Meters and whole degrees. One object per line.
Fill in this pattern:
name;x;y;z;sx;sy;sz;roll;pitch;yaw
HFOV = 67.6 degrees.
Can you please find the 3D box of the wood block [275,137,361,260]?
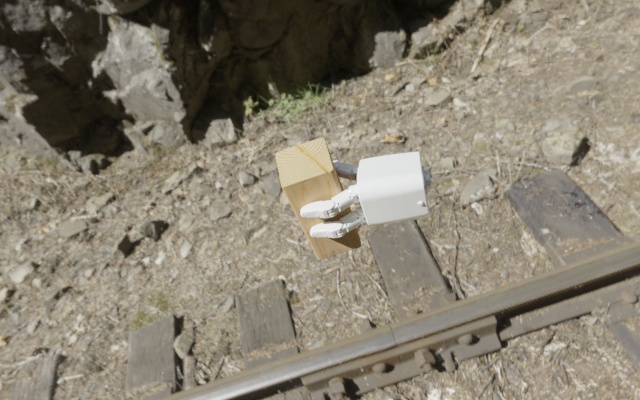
wood block;0.000;0.002;0.850;0.090;0.090;0.206;-18;-45;4
